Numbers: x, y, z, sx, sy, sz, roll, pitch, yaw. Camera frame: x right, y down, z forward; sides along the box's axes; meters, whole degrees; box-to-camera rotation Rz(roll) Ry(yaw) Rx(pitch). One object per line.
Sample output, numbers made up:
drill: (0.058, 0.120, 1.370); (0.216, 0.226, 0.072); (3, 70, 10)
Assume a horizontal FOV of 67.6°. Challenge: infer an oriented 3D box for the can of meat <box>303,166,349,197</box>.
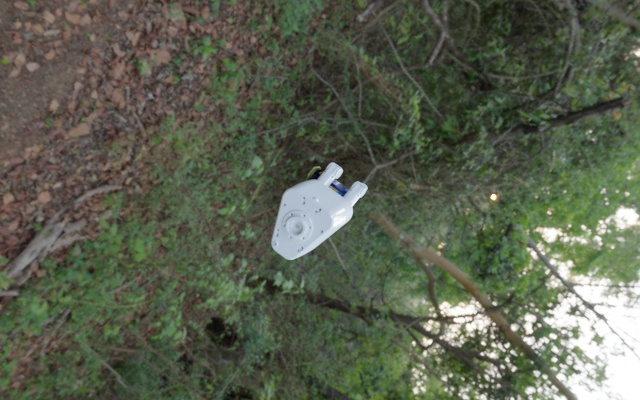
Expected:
can of meat: (0.000, 0.003, 0.871); (0.084, 0.102, 0.057); (35, 13, 10)
